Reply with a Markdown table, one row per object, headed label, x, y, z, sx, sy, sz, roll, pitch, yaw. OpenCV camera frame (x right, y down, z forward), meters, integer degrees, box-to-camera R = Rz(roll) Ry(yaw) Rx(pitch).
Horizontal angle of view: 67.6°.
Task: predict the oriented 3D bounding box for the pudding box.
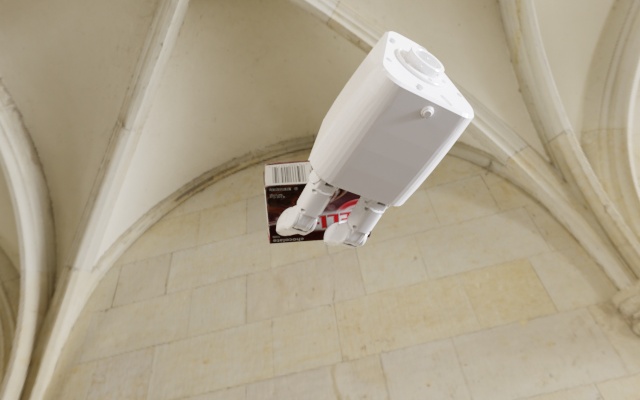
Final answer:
| label | x | y | z | sx | sy | sz | roll | pitch | yaw |
| --- | --- | --- | --- | --- | --- | --- | --- | --- | --- |
| pudding box | 0.000 | 0.001 | 0.492 | 0.113 | 0.039 | 0.090 | -2 | -43 | -4 |
